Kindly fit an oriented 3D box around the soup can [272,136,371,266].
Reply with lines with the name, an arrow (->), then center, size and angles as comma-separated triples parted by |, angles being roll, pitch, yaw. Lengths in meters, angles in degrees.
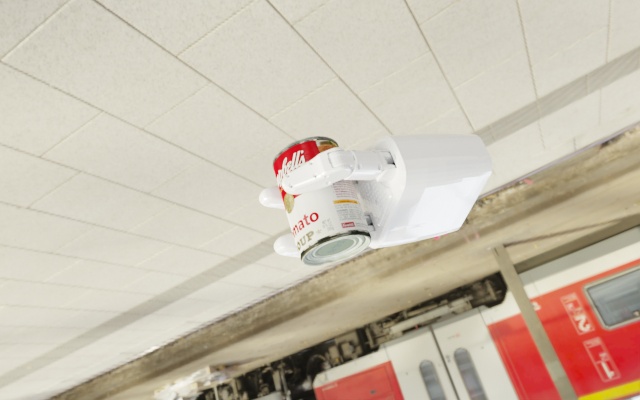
soup can -> 0.000, 0.002, 0.443 | 0.068, 0.102, 0.068 | -15, -25, -7
